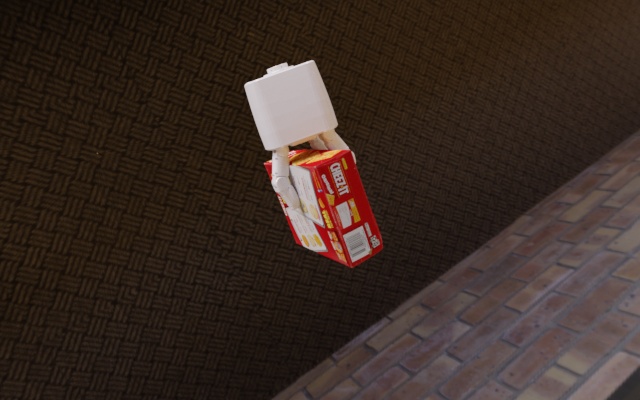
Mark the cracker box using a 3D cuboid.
[{"bbox_3d":[0.000,0.003,0.778,0.072,0.164,0.213,-26,16,-21],"label":"cracker box"}]
